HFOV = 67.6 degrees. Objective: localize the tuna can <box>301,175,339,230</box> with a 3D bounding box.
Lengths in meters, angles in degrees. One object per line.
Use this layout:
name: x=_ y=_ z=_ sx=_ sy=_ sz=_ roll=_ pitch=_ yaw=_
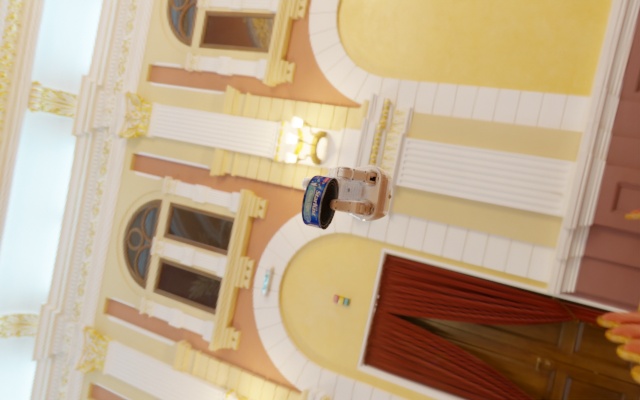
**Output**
tuna can: x=0.000 y=0.002 z=0.777 sx=0.034 sy=0.086 sz=0.086 roll=12 pitch=4 yaw=18
